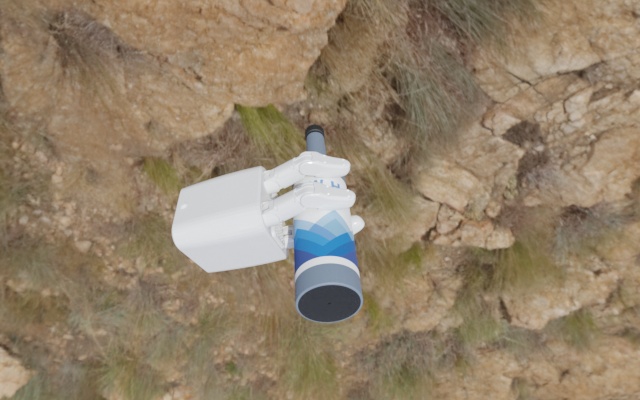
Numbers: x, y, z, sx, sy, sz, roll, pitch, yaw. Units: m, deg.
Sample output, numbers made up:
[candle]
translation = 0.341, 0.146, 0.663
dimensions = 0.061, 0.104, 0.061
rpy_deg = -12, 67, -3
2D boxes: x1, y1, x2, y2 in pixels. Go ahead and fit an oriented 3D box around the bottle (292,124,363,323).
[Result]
[bottle]
translation = 0.000, 0.002, 0.574
dimensions = 0.069, 0.069, 0.295
rpy_deg = 0, 43, -5
